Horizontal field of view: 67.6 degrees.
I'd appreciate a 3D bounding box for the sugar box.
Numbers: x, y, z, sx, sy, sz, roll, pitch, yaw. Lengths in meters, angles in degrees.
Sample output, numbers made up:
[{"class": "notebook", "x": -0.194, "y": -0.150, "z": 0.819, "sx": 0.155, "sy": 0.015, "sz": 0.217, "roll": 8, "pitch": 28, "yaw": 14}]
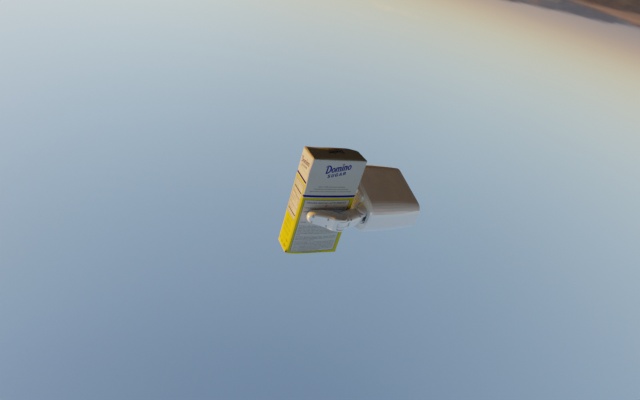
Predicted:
[{"class": "sugar box", "x": 0.000, "y": 0.002, "z": 0.744, "sx": 0.093, "sy": 0.176, "sz": 0.048, "roll": 1, "pitch": 32, "yaw": -28}]
